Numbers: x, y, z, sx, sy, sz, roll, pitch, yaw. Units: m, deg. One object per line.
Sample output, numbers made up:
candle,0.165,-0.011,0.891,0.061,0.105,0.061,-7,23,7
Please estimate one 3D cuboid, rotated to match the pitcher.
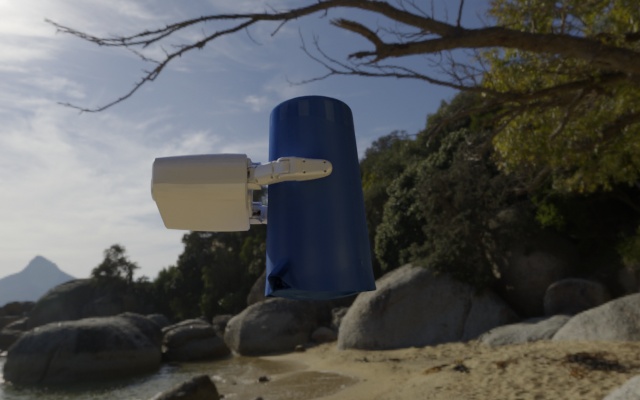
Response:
pitcher,0.000,0.002,0.603,0.145,0.242,0.149,-1,-13,-6
